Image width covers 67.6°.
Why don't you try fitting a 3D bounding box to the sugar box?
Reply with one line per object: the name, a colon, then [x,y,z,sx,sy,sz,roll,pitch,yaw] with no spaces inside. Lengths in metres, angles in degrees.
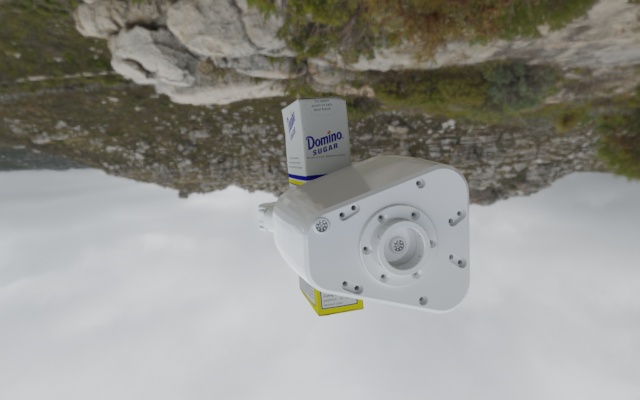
sugar box: [0.001,0.001,0.423,0.048,0.176,0.093,-4,7,-13]
